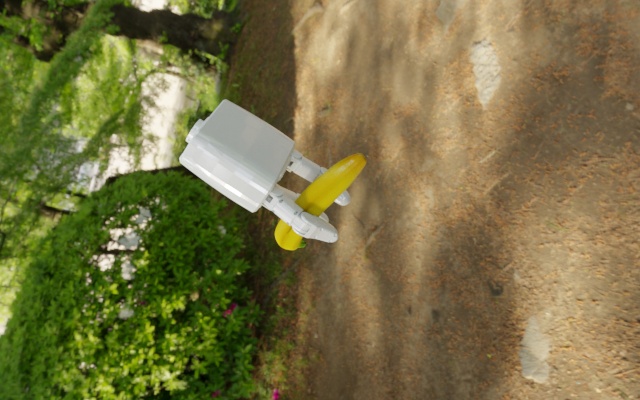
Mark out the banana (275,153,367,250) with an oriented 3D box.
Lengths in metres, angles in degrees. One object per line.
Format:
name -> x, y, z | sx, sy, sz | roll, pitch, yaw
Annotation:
banana -> -0.013, 0.011, 0.600 | 0.069, 0.037, 0.198 | -33, -14, -44
